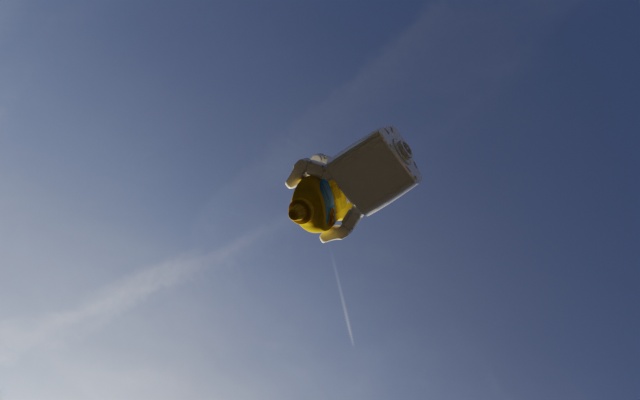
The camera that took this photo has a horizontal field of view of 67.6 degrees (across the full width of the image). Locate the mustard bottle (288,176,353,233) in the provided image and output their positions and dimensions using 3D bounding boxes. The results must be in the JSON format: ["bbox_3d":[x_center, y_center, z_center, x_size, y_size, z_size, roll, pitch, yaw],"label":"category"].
[{"bbox_3d":[0.000,0.003,0.804,0.058,0.096,0.191,-6,9,26],"label":"mustard bottle"}]
